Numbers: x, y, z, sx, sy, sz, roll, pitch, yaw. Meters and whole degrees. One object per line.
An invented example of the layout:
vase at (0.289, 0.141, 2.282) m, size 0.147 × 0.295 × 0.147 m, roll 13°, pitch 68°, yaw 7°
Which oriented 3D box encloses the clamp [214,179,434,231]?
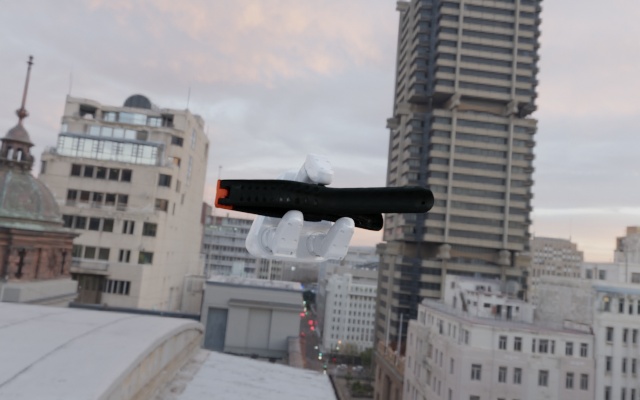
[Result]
clamp at (0.000, 0.001, 0.493) m, size 0.210 × 0.036 × 0.164 m, roll 8°, pitch -13°, yaw -16°
